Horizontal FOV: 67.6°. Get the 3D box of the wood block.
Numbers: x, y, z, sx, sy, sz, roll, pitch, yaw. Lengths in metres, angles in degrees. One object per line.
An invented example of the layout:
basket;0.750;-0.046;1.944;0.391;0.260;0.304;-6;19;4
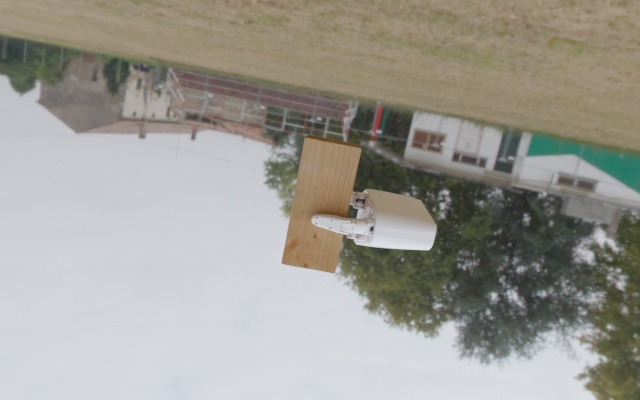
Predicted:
wood block;0.000;0.003;0.787;0.090;0.206;0.091;11;10;-2
